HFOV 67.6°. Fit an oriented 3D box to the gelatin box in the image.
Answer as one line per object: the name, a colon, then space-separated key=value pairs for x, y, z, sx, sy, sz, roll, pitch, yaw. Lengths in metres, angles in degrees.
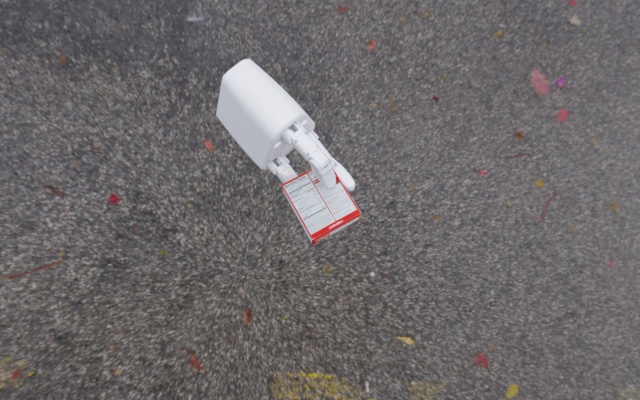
gelatin box: x=0.000 y=0.002 z=0.634 sx=0.073 sy=0.089 sz=0.030 roll=-28 pitch=-16 yaw=-9
